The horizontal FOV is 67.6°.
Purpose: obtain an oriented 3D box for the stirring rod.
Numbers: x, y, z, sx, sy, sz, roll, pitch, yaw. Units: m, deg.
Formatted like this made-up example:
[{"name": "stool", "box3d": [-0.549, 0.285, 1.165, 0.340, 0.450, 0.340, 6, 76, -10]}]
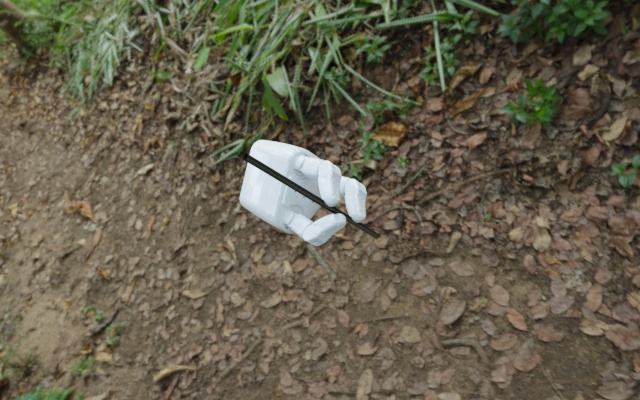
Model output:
[{"name": "stirring rod", "box3d": [0.000, 0.002, 0.569, 0.011, 0.011, 0.240, 0, -23, 44]}]
